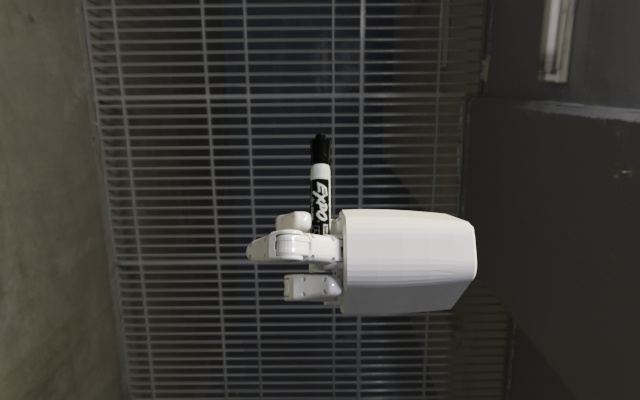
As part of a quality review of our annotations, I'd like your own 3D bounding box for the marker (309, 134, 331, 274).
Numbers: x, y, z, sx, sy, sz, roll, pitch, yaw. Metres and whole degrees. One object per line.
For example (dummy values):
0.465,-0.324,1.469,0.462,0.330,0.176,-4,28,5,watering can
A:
0.000,0.001,0.410,0.020,0.121,0.020,0,-12,0,marker
